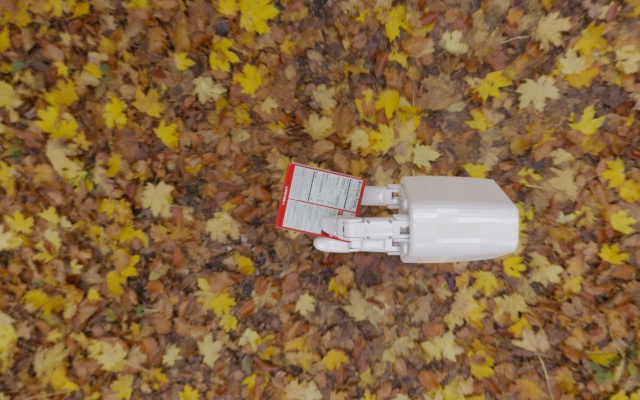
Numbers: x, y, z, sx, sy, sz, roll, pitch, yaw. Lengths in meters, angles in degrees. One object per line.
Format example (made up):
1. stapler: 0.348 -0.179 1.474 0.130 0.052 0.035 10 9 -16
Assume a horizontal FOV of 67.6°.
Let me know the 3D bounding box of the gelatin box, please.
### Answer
1. gelatin box: 0.000 0.002 0.534 0.089 0.073 0.030 12 6 -3
